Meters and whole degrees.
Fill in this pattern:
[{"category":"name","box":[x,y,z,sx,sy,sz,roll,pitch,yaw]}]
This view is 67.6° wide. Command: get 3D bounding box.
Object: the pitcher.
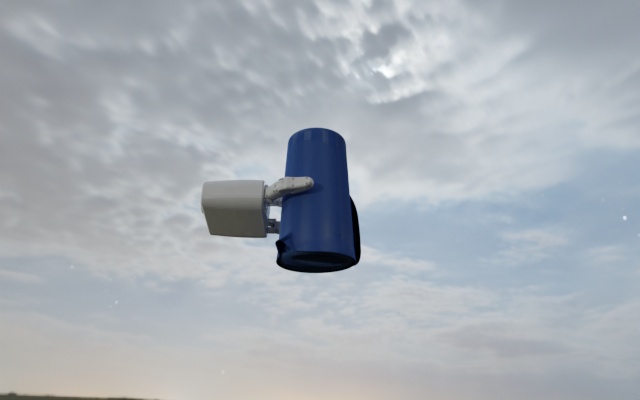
[{"category":"pitcher","box":[0.000,0.003,0.843,0.145,0.242,0.149,0,-23,2]}]
